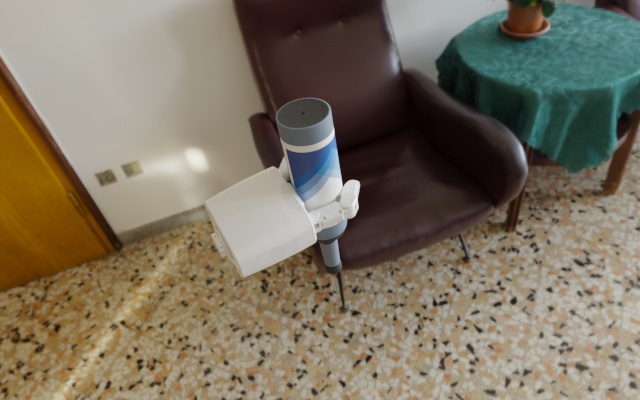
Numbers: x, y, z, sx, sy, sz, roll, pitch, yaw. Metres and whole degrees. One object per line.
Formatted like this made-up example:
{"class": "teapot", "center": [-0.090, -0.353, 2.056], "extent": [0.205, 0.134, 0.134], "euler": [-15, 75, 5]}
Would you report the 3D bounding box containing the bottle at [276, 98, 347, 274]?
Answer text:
{"class": "bottle", "center": [0.000, 0.002, 0.663], "extent": [0.069, 0.296, 0.069], "euler": [-6, 43, 6]}
